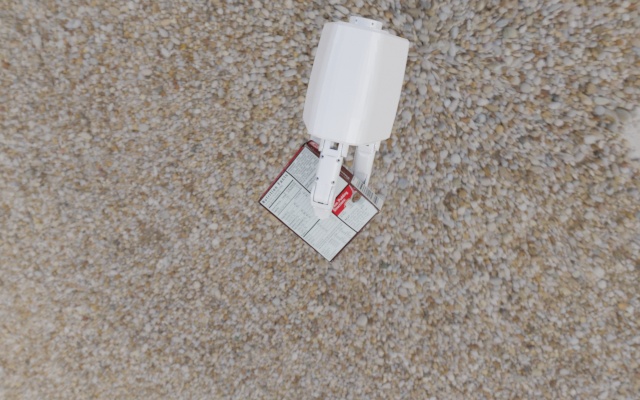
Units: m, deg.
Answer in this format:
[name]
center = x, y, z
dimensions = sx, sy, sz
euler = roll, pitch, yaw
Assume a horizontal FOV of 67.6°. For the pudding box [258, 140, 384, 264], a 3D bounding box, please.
[pudding box]
center = 0.000, 0.002, 0.540
dimensions = 0.113, 0.090, 0.039
euler = 41, 20, -2
